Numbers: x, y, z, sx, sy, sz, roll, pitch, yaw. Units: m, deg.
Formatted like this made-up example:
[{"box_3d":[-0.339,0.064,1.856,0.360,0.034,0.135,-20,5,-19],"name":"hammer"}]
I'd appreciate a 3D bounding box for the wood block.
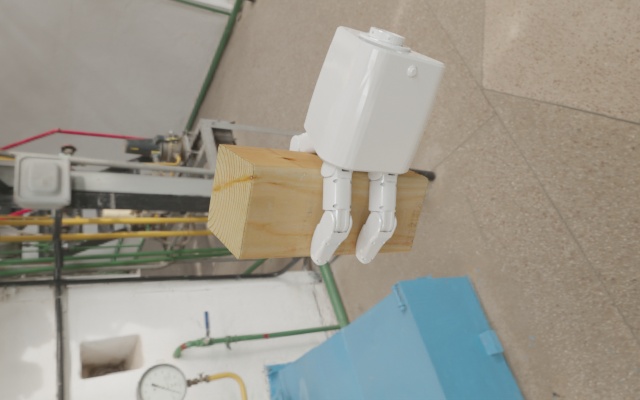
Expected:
[{"box_3d":[0.000,0.001,0.501,0.206,0.090,0.090,2,17,-33],"name":"wood block"}]
